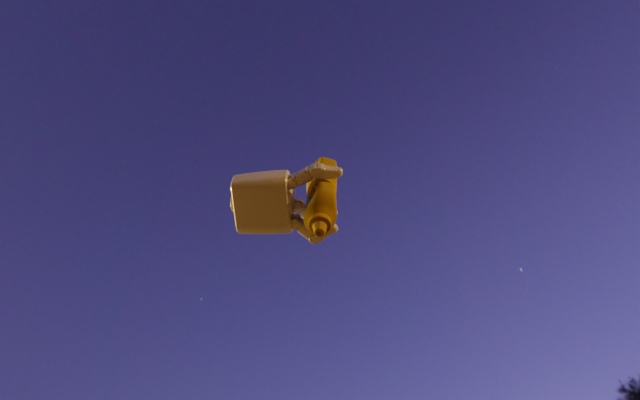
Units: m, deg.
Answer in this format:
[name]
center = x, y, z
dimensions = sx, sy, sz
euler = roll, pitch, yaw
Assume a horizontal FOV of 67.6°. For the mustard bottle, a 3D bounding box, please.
[mustard bottle]
center = 0.000, 0.003, 0.889
dimensions = 0.058, 0.096, 0.191
euler = 17, 32, -8
